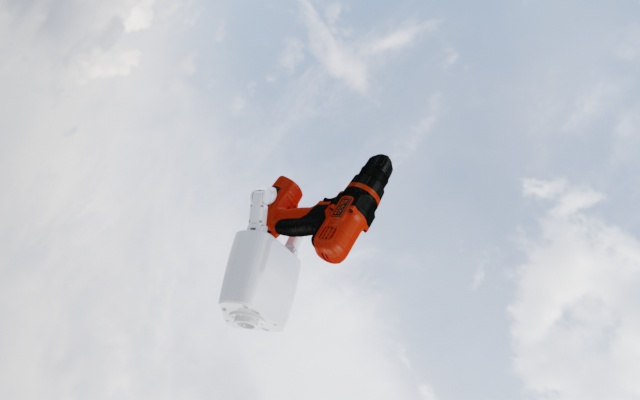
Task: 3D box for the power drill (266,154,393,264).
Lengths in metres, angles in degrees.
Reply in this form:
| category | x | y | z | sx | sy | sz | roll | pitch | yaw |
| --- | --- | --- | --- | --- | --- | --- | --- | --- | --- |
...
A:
| category | x | y | z | sx | sy | sz | roll | pitch | yaw |
| --- | --- | --- | --- | --- | --- | --- | --- | --- | --- |
| power drill | 0.000 | 0.003 | 0.699 | 0.187 | 0.184 | 0.057 | 2 | -43 | 43 |
